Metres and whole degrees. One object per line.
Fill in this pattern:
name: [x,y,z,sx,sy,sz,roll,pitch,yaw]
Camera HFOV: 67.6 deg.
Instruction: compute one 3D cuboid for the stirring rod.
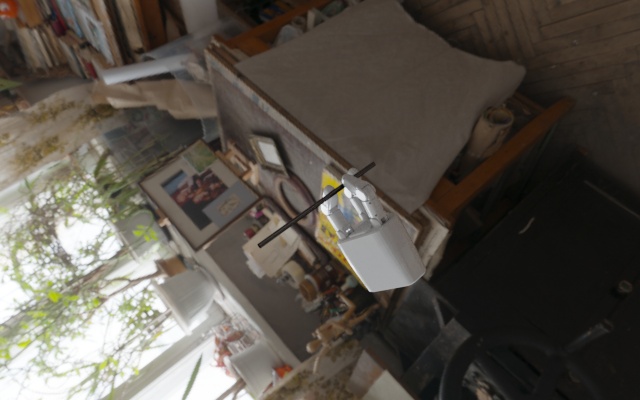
stirring rod: [0.000,0.002,0.736,0.239,0.011,0.011,-36,17,-26]
